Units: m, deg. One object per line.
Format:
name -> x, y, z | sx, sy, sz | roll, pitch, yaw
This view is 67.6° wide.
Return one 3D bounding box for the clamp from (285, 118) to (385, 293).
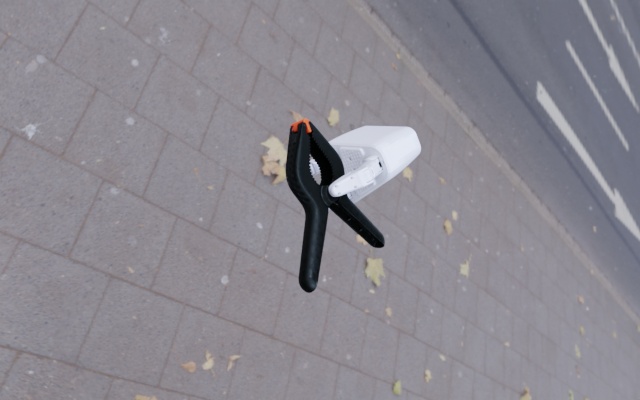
clamp -> 0.001, 0.001, 0.611 | 0.036, 0.210, 0.164 | -13, 14, 44
